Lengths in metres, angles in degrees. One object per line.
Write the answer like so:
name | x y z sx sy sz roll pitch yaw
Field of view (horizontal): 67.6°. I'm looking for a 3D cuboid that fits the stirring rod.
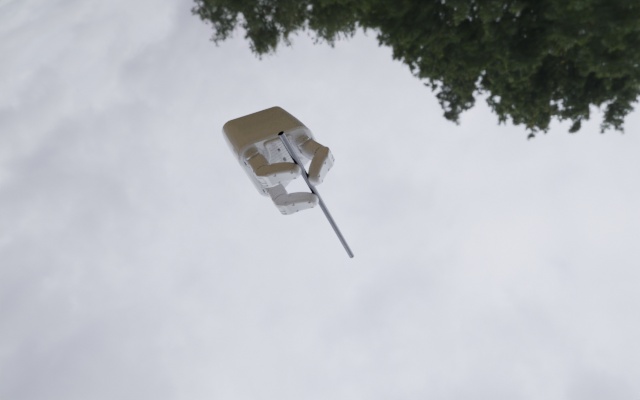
stirring rod | 0.000 0.002 0.639 0.011 0.011 0.240 0 -42 32
